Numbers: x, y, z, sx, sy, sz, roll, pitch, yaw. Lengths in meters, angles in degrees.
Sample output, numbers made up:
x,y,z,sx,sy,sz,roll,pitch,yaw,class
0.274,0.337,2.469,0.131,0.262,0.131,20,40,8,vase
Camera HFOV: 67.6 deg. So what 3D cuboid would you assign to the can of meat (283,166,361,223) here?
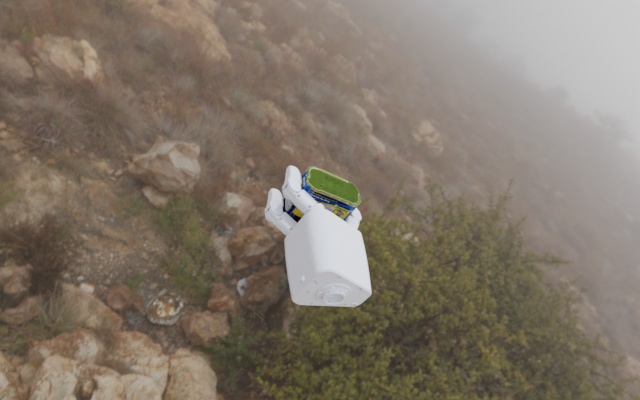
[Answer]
x,y,z,sx,sy,sz,roll,pitch,yaw,class
0.000,0.002,0.749,0.102,0.057,0.084,21,-49,-24,can of meat
